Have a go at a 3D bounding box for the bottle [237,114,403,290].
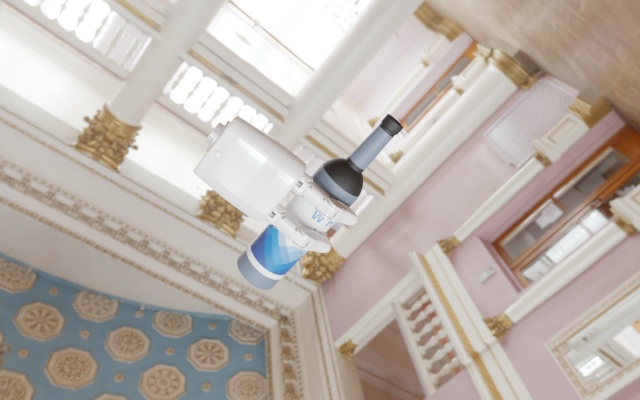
[{"bbox_3d":[0.000,0.002,0.646,0.296,0.069,0.069,-47,-19,19],"label":"bottle"}]
